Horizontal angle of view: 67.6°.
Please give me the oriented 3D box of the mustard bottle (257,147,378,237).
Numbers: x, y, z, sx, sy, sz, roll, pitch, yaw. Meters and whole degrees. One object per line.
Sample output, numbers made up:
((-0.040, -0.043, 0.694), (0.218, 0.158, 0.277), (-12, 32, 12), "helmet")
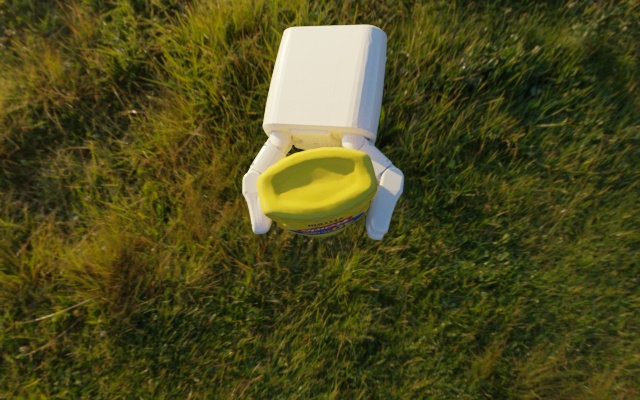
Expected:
((0.000, 0.002, 0.467), (0.096, 0.058, 0.192), (-14, -10, 0), "mustard bottle")
